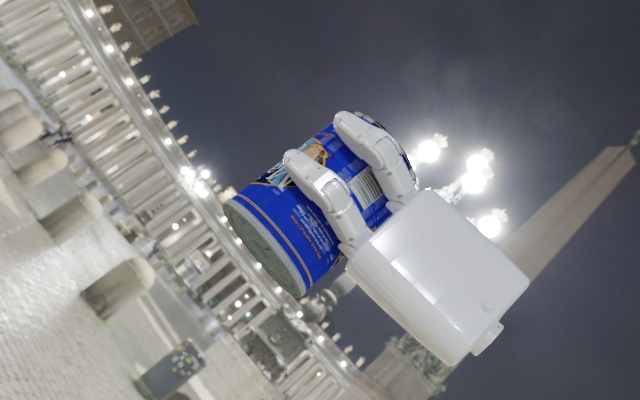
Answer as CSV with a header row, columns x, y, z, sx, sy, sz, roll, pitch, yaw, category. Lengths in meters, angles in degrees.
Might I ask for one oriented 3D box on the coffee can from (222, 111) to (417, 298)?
x,y,z,sx,sy,sz,roll,pitch,yaw,category
0.000,0.001,0.425,0.140,0.103,0.103,-39,14,-18,coffee can
